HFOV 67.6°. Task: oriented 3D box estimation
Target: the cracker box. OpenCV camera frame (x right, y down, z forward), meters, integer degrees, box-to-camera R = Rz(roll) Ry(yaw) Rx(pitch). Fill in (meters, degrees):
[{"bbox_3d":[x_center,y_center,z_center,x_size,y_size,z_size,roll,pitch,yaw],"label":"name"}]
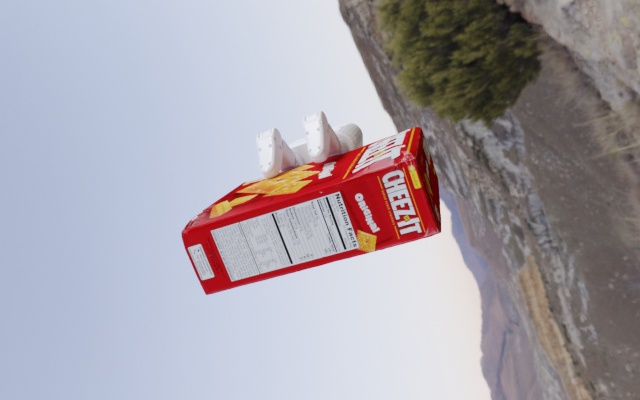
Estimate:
[{"bbox_3d":[0.000,0.002,0.457,0.214,0.072,0.164,-17,13,17],"label":"cracker box"}]
